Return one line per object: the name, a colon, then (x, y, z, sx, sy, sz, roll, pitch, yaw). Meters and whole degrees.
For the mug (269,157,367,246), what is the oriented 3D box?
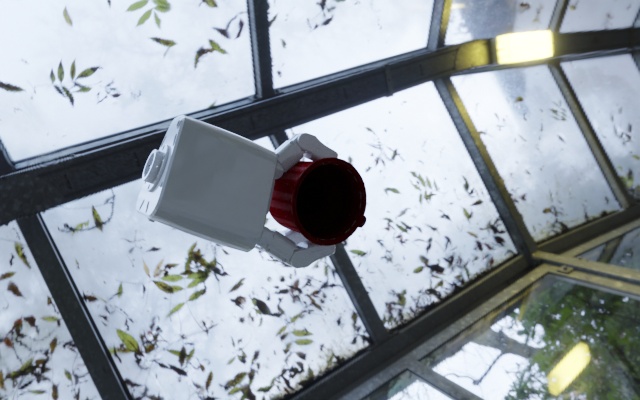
mug: (0.001, 0.002, 0.538, 0.117, 0.093, 0.081, 24, -7, -31)
